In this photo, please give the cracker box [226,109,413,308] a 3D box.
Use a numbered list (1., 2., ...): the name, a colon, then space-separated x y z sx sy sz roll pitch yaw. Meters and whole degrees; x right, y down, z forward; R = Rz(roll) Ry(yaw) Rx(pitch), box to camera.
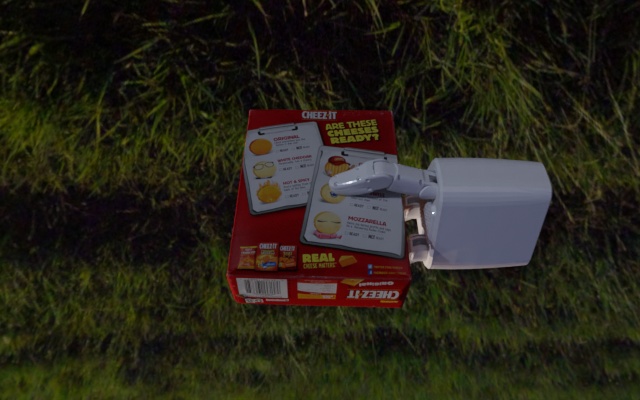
1. cracker box: 0.000 0.002 0.499 0.164 0.213 0.072 1 -37 -1
